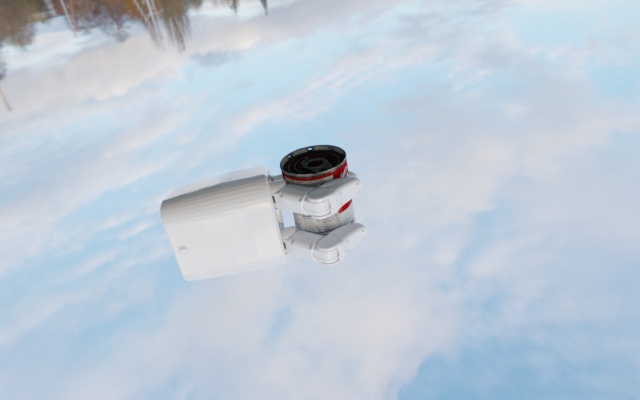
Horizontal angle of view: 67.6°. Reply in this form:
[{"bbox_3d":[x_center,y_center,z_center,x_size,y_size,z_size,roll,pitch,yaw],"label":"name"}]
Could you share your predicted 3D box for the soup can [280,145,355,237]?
[{"bbox_3d":[0.001,0.002,0.502,0.068,0.102,0.068,-8,30,4],"label":"soup can"}]
